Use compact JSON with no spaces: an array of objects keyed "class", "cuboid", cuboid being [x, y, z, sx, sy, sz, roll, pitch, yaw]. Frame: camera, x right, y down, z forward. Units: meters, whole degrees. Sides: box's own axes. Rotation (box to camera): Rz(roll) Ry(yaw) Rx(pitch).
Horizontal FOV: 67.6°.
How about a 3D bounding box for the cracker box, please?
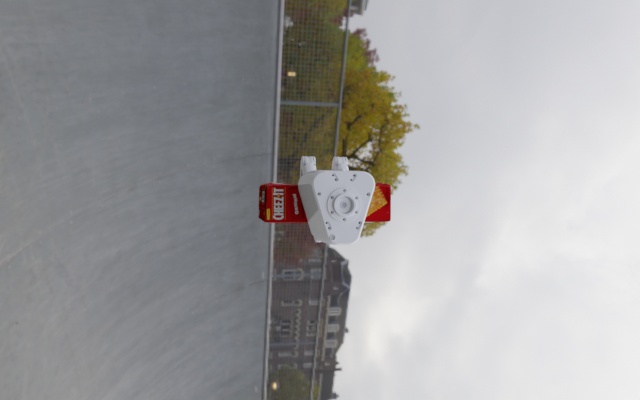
[{"class":"cracker box","cuboid":[0.000,0.003,0.860,0.214,0.072,0.164,1,0,-11]}]
